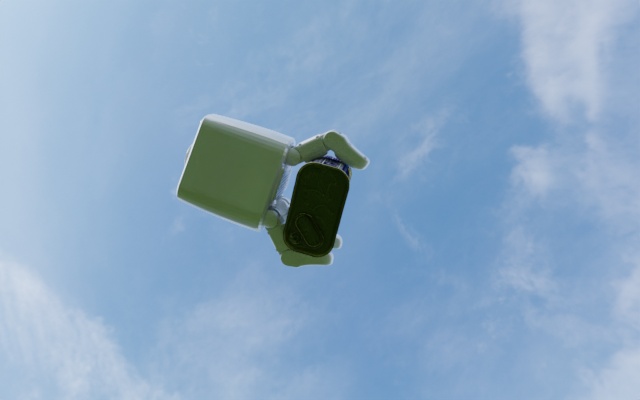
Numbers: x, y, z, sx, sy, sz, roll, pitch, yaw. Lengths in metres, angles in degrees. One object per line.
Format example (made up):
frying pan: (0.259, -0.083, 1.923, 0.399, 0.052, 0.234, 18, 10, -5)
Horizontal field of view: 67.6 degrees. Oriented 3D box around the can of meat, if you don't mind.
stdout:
can of meat: (0.000, 0.002, 0.545, 0.057, 0.102, 0.084, 15, 15, 4)
